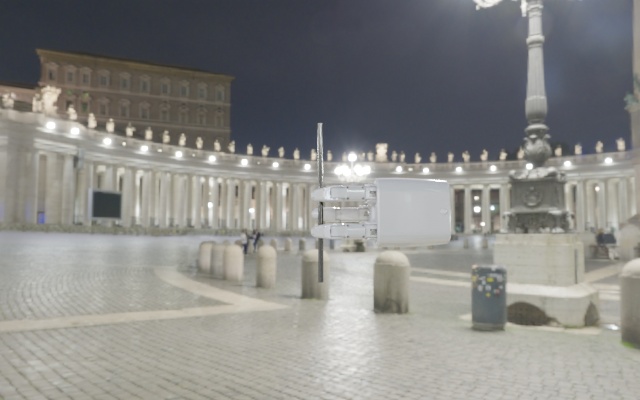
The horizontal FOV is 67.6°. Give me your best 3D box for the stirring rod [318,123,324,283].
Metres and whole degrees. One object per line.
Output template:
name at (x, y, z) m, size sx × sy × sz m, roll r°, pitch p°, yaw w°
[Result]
stirring rod at (0.000, 0.002, 0.722) m, size 0.011 × 0.239 × 0.011 m, roll 0°, pitch -4°, yaw 0°
